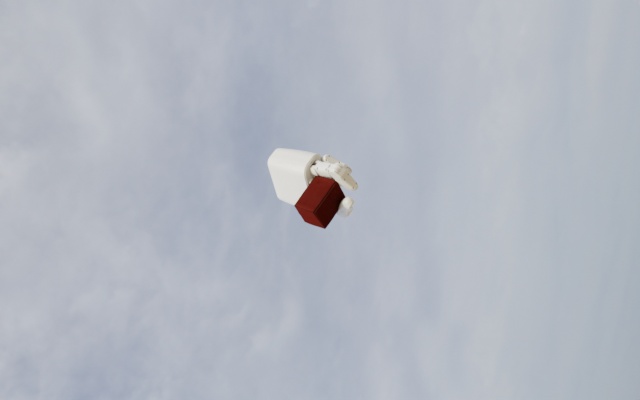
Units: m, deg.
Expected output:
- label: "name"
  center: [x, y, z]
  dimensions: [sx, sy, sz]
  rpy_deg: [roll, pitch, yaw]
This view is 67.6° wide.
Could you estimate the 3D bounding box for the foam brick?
- label: "foam brick"
  center: [0.000, 0.003, 0.870]
  dimensions: [0.051, 0.078, 0.053]
  rpy_deg: [16, -30, 37]
